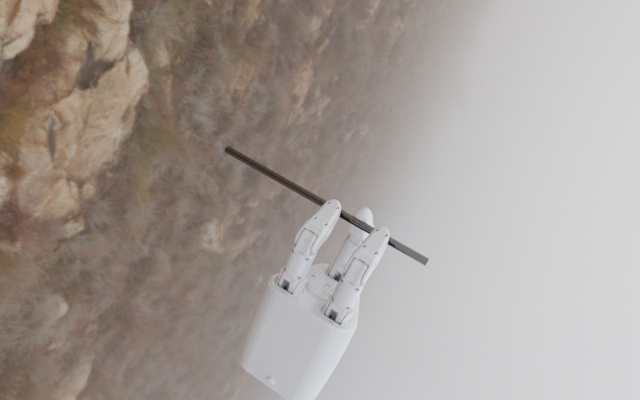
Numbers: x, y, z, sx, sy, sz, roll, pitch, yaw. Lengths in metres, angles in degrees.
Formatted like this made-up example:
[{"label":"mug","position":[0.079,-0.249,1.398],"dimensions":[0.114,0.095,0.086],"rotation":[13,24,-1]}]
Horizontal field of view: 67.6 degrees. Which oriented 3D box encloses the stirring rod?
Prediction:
[{"label":"stirring rod","position":[0.000,0.002,0.484],"dimensions":[0.239,0.011,0.011],"rotation":[29,8,15]}]
